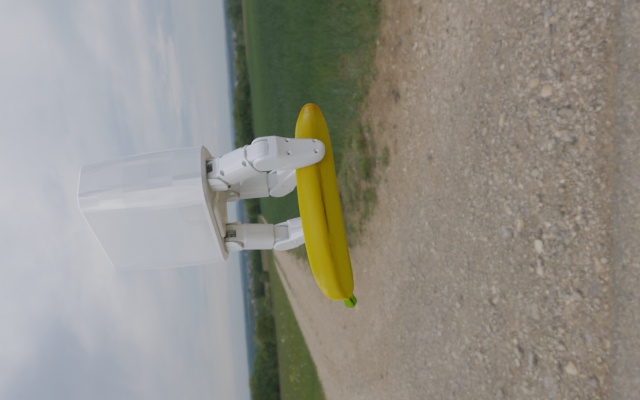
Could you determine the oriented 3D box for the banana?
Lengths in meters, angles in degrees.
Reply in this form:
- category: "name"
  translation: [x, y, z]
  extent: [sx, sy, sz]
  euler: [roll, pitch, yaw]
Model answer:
- category: "banana"
  translation: [0.000, 0.004, 0.427]
  extent: [0.037, 0.198, 0.069]
  euler: [-10, -3, 1]
